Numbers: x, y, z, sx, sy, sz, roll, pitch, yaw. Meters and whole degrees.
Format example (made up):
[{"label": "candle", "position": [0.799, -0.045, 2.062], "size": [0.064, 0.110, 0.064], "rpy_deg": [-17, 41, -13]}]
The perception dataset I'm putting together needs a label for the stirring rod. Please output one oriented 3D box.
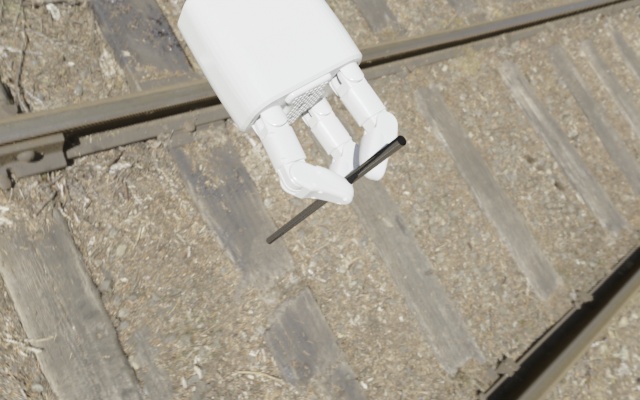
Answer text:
[{"label": "stirring rod", "position": [0.000, 0.001, 0.427], "size": [0.011, 0.011, 0.240], "rpy_deg": [0, -21, -30]}]
